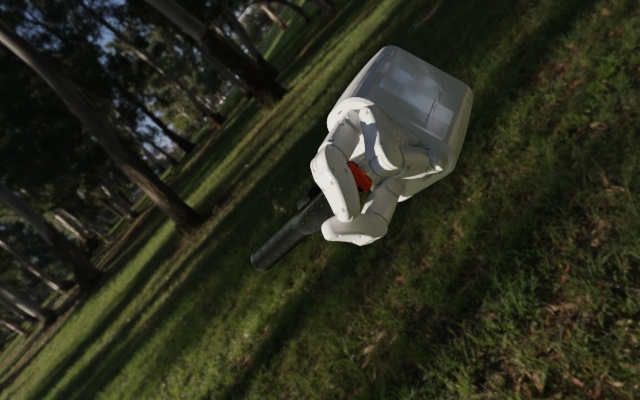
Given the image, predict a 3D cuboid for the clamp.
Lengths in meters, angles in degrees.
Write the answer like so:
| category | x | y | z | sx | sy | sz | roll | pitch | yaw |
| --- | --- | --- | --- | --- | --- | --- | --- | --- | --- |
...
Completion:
| category | x | y | z | sx | sy | sz | roll | pitch | yaw |
| --- | --- | --- | --- | --- | --- | --- | --- | --- | --- |
| clamp | 0.000 | 0.001 | 0.467 | 0.039 | 0.120 | 0.171 | 40 | -40 | -12 |
